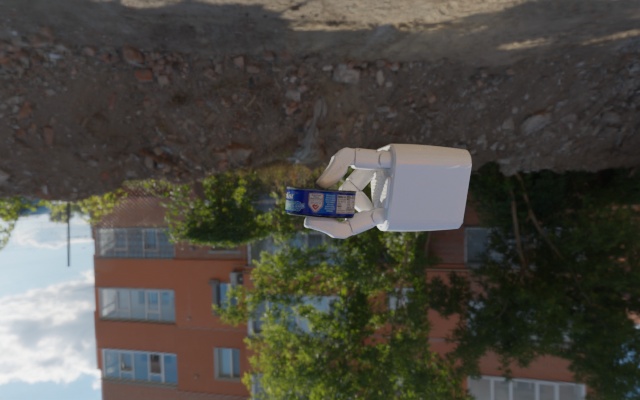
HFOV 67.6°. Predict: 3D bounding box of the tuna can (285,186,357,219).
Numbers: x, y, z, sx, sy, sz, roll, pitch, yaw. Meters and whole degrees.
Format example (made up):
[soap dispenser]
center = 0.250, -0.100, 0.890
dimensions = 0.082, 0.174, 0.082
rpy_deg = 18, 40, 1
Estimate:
[tuna can]
center = 0.000, 0.002, 0.582
dimensions = 0.086, 0.034, 0.086
rpy_deg = 4, 1, 0
